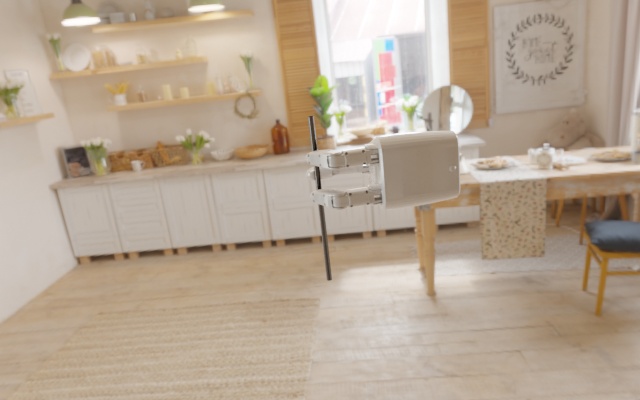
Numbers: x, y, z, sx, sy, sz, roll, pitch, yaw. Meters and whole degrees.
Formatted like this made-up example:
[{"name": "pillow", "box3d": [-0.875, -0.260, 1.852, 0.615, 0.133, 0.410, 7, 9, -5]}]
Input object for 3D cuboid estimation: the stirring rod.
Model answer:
[{"name": "stirring rod", "box3d": [0.000, 0.002, 0.673, 0.011, 0.239, 0.011, -6, 16, 2]}]
